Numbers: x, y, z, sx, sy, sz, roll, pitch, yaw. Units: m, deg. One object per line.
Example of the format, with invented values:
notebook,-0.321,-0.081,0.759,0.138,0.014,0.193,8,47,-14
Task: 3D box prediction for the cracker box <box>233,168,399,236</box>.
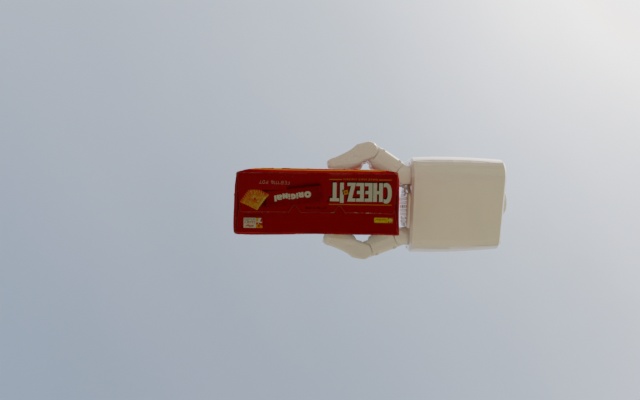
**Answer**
cracker box,0.000,0.002,0.569,0.164,0.072,0.213,0,-1,2
